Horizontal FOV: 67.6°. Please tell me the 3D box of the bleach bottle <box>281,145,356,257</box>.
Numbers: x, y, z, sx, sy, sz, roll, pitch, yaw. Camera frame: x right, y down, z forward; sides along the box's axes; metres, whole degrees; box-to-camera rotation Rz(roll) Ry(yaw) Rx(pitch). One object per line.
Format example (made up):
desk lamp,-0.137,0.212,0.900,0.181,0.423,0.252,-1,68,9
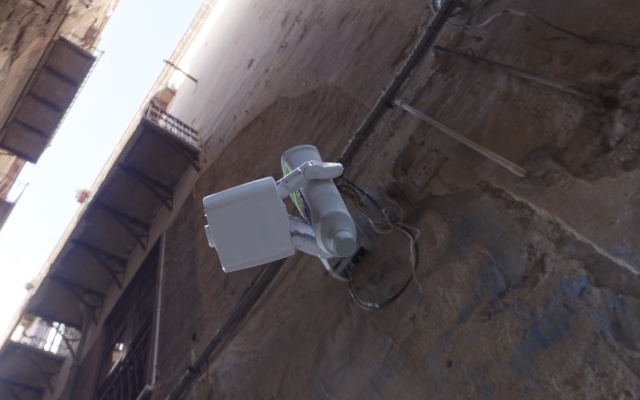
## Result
bleach bottle,0.000,0.002,0.716,0.068,0.103,0.250,-15,27,-9
